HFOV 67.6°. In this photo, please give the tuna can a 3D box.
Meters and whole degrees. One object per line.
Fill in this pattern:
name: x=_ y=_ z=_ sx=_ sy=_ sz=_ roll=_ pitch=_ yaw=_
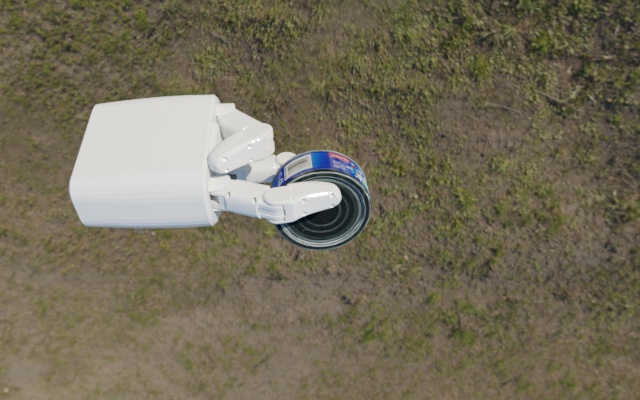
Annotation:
tuna can: x=0.000 y=0.002 z=0.409 sx=0.086 sy=0.086 sz=0.033 roll=0 pitch=35 yaw=-6
